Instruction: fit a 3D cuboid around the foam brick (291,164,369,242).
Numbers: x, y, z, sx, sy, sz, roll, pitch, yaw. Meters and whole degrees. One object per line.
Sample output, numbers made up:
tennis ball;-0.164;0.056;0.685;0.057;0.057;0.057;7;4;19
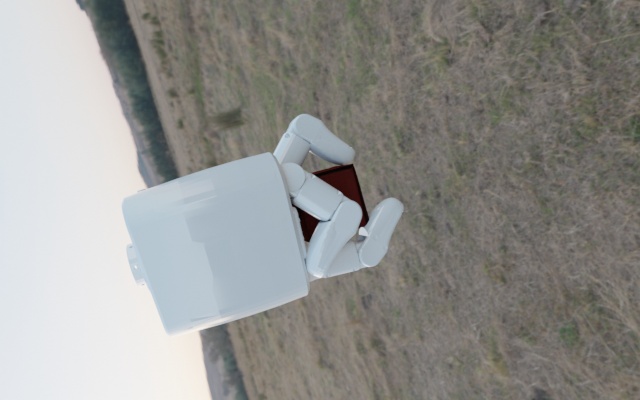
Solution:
foam brick;0.000;0.001;0.408;0.051;0.053;0.078;-17;4;-14
